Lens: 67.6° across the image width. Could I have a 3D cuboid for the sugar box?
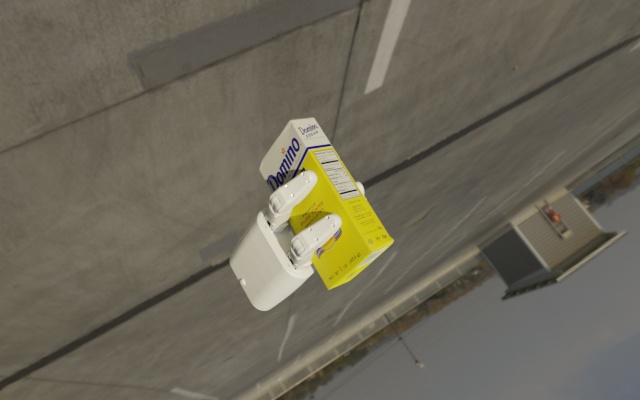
[{"bbox_3d":[0.000,0.002,0.545,0.048,0.176,0.093,-17,-23,-44],"label":"sugar box"}]
